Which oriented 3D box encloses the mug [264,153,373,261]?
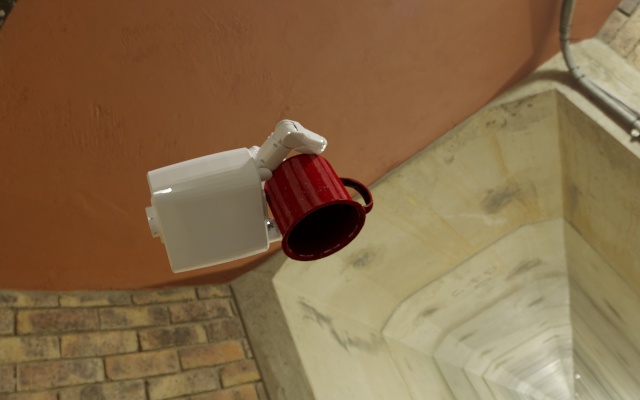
[{"bbox_3d":[0.001,0.001,0.512,0.117,0.081,0.093,-14,-39,-20],"label":"mug"}]
